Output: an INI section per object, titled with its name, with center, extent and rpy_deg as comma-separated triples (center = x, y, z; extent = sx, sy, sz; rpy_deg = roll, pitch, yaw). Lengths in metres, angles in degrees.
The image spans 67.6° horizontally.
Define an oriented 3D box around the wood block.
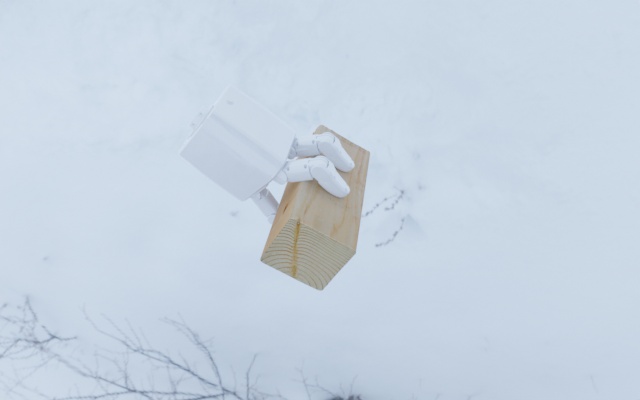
[wood block]
center = 0.000, 0.002, 0.640
extent = 0.090, 0.206, 0.091
rpy_deg = 28, -51, -11
